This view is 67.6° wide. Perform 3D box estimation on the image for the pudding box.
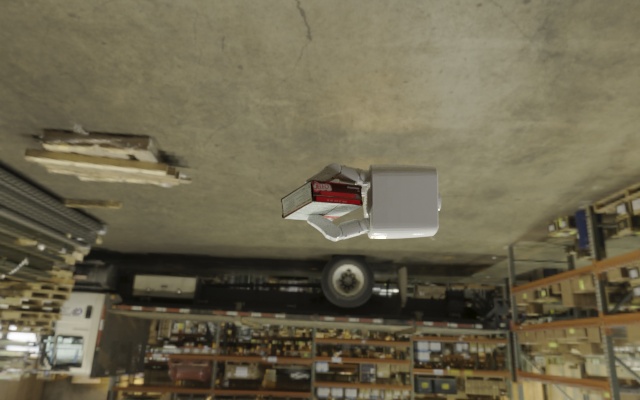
[{"bbox_3d":[0.000,0.003,0.756,0.090,0.039,0.113,6,-20,-28],"label":"pudding box"}]
